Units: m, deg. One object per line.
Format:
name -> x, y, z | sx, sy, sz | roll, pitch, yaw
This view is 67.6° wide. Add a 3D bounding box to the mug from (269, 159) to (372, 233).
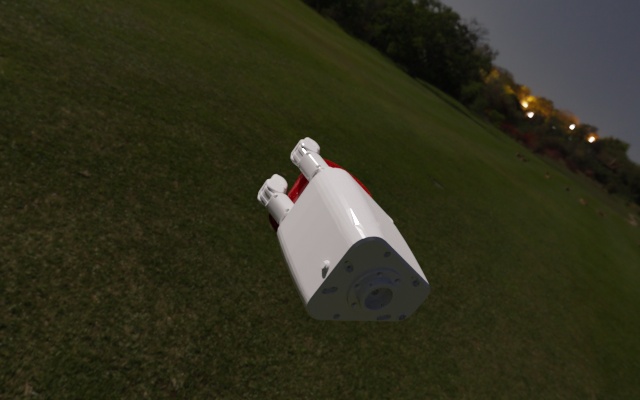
mug -> 0.000, 0.001, 0.536 | 0.093, 0.081, 0.117 | 25, 22, -32
